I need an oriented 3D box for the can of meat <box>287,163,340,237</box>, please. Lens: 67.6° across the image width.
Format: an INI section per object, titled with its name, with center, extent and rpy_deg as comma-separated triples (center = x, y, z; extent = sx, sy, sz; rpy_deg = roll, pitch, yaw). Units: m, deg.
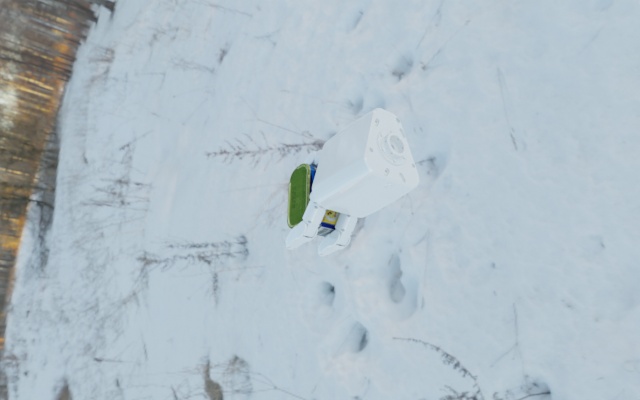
[can of meat]
center = 0.000, 0.002, 0.708
extent = 0.084, 0.102, 0.057
rpy_deg = 16, -26, -33
